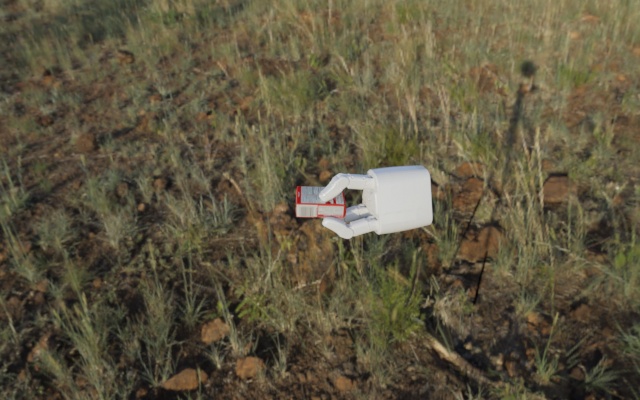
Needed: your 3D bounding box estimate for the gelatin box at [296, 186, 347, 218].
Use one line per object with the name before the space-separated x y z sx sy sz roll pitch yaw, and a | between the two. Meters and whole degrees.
gelatin box | 0.000 0.002 0.867 0.089 0.030 0.073 2 28 -3
